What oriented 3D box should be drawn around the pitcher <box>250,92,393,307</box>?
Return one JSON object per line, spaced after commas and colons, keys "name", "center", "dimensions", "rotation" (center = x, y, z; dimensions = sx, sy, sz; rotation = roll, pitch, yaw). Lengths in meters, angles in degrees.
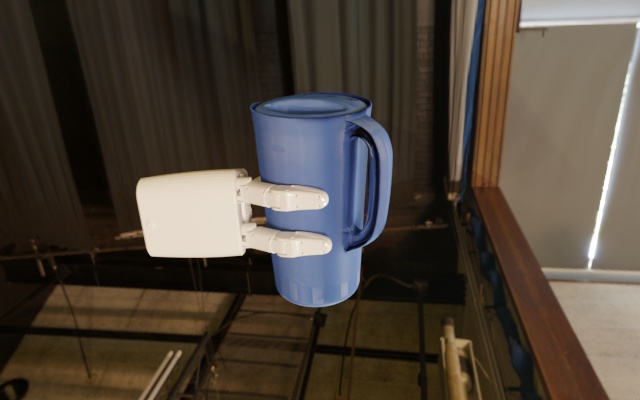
{"name": "pitcher", "center": [0.000, 0.002, 0.559], "dimensions": [0.145, 0.243, 0.149], "rotation": [-3, 23, -1]}
